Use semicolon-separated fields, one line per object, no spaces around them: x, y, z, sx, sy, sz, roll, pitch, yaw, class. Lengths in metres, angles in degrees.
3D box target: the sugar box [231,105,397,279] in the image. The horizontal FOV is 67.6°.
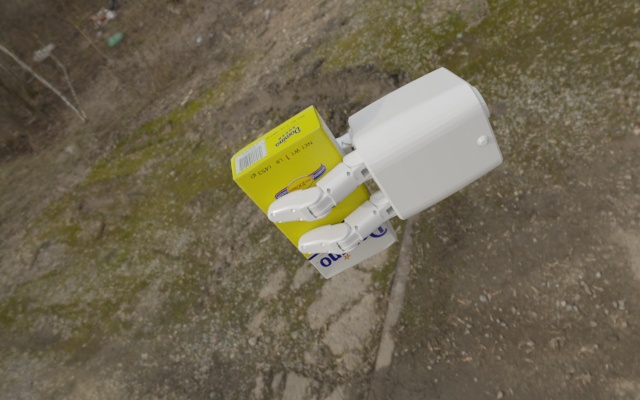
0.000;0.002;0.474;0.093;0.176;0.048;-30;38;11;sugar box
